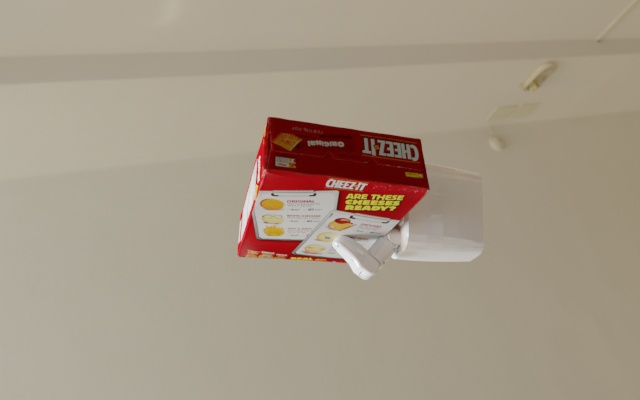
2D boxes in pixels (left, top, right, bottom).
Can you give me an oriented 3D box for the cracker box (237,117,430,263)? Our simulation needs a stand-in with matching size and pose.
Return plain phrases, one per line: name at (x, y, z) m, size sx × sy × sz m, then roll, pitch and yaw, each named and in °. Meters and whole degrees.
cracker box at (0.000, 0.002, 0.545) m, size 0.164 × 0.072 × 0.214 m, roll 6°, pitch -29°, yaw -14°
